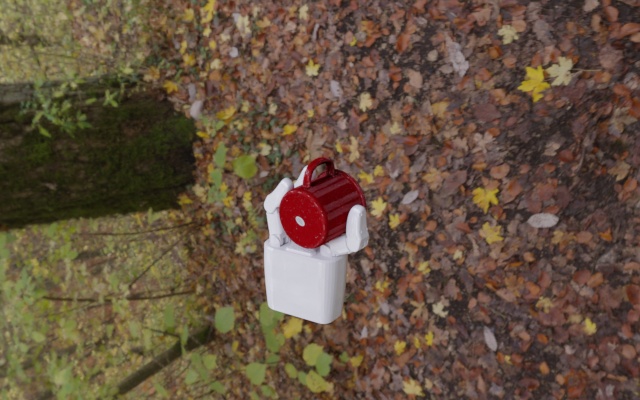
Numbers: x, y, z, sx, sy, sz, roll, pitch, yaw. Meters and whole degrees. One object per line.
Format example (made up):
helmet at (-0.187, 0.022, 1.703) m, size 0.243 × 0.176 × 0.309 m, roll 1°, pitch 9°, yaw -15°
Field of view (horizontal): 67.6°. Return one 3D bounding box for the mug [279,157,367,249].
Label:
mug at (0.000, 0.001, 0.623) m, size 0.093 × 0.117 × 0.081 m, roll 17°, pitch 28°, yaw 35°
